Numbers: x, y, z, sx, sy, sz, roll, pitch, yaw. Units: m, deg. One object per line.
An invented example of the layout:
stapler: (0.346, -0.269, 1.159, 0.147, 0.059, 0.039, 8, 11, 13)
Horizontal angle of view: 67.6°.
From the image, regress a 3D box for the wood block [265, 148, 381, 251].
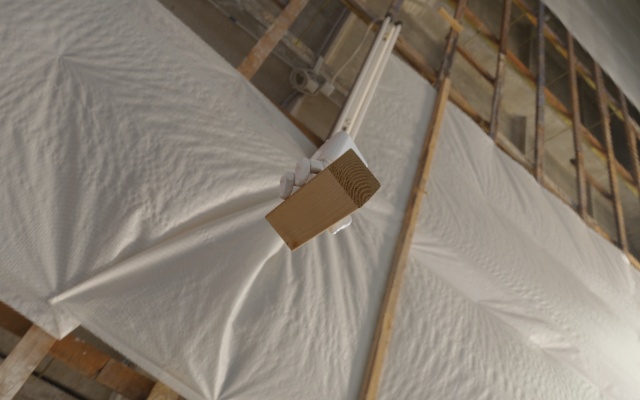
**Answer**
wood block: (0.000, 0.003, 0.892, 0.206, 0.091, 0.090, -36, 4, 44)
